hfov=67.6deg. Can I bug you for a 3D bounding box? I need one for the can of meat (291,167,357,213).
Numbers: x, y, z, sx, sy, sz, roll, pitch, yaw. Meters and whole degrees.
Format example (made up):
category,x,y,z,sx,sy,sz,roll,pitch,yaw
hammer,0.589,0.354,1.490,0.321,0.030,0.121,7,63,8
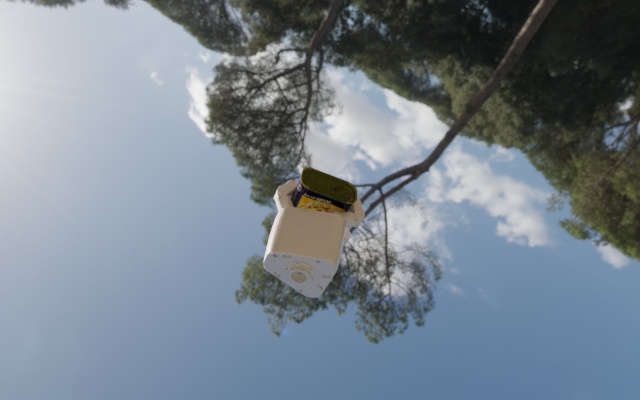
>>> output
category,x,y,z,sx,sy,sz,roll,pitch,yaw
can of meat,0.000,0.003,0.824,0.102,0.084,0.057,20,37,-10
